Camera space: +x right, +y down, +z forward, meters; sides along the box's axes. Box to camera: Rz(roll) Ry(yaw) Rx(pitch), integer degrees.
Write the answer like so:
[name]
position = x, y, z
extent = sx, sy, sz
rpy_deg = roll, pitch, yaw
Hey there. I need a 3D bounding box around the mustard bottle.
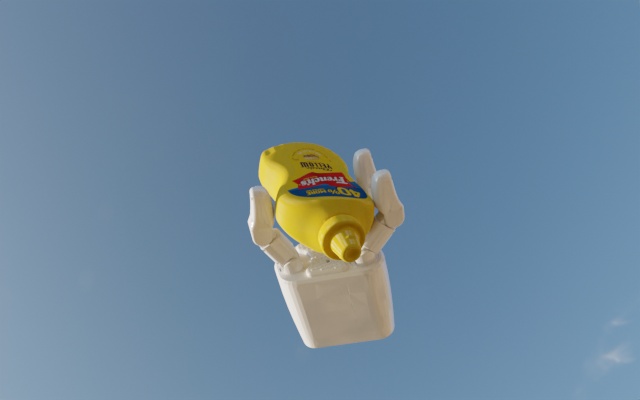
[mustard bottle]
position = 0.000, 0.001, 0.475
extent = 0.096, 0.058, 0.191
rpy_deg = 3, 26, -19
